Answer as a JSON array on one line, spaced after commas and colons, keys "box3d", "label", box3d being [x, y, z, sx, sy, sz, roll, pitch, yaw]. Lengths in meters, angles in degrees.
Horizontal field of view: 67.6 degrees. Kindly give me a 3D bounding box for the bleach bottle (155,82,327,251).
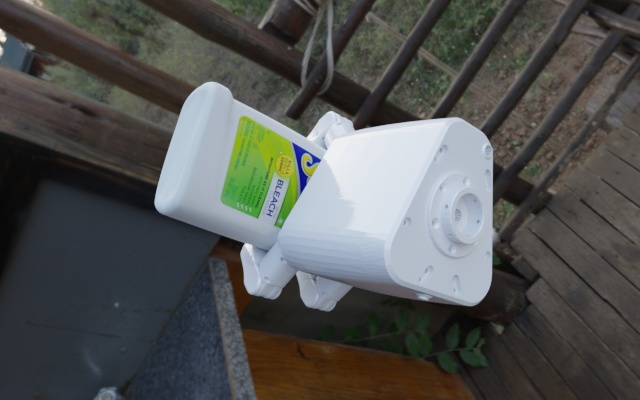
[{"box3d": [0.000, 0.001, 0.402, 0.251, 0.102, 0.068, 21, -13, -33], "label": "bleach bottle"}]
